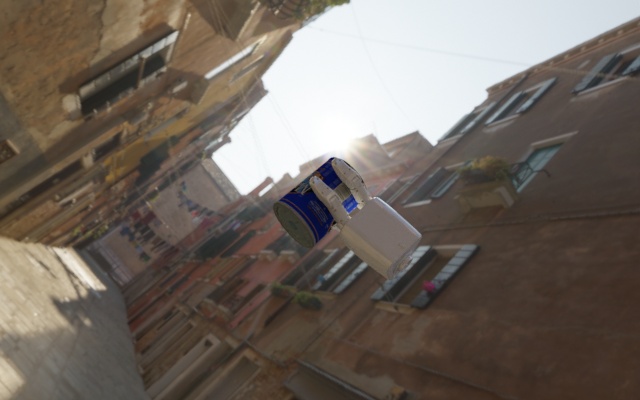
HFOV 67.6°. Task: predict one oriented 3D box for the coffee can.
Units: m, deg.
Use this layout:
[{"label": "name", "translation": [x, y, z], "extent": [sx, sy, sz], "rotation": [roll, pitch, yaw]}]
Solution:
[{"label": "coffee can", "translation": [0.000, 0.003, 0.861], "extent": [0.140, 0.103, 0.103], "rotation": [-41, 18, -22]}]
